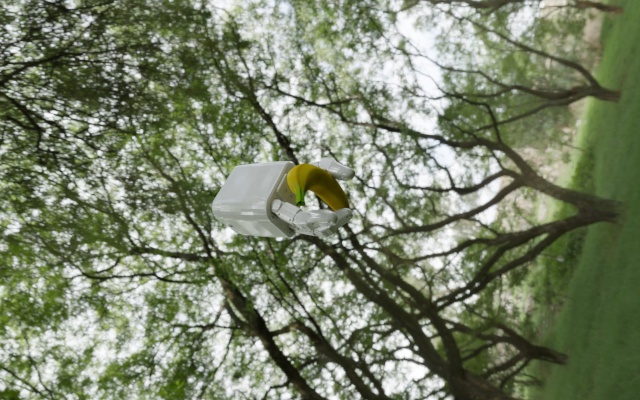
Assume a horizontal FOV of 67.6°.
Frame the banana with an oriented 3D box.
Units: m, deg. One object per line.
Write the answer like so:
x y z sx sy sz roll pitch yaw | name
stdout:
-0.004 -0.016 0.695 0.037 0.069 0.198 -11 -9 22 | banana
